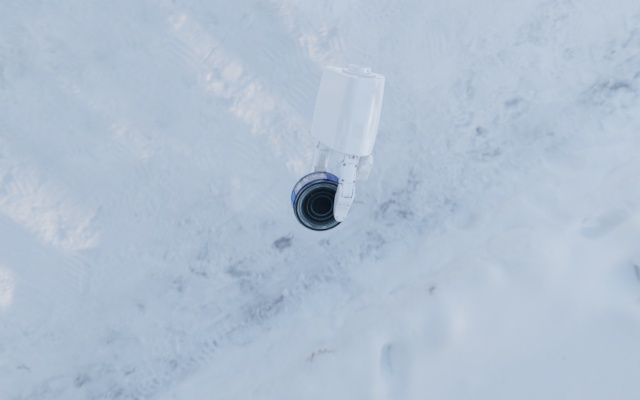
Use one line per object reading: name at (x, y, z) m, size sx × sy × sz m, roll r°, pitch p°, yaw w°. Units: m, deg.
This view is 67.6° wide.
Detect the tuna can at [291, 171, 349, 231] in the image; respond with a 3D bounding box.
tuna can at (0.000, 0.003, 0.710) m, size 0.086 × 0.086 × 0.033 m, roll 0°, pitch 25°, yaw -10°
